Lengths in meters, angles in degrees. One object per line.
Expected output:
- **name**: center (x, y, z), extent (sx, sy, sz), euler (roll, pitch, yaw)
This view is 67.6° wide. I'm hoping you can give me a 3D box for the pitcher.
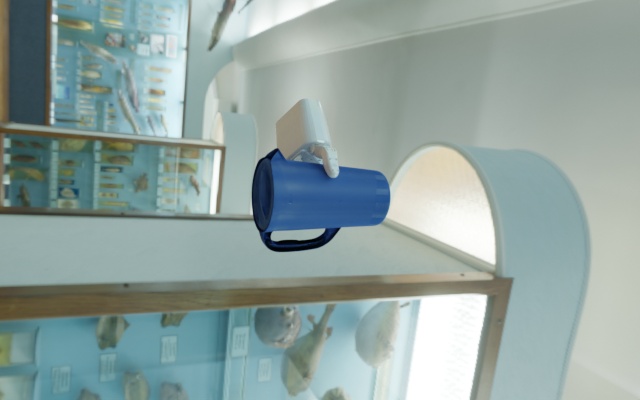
- **pitcher**: center (0.000, 0.003, 0.880), extent (0.243, 0.145, 0.149), euler (2, -31, -24)
